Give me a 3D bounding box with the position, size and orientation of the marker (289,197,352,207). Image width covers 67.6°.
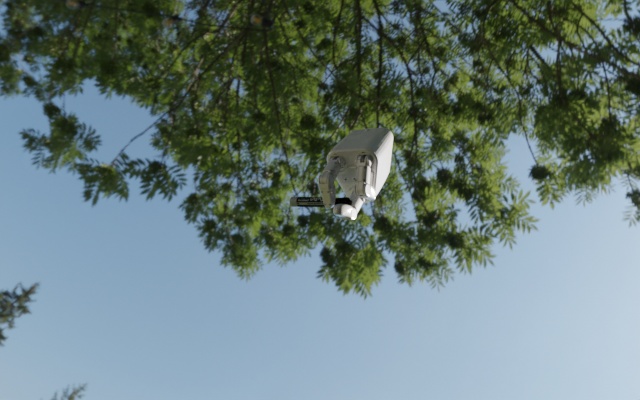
[{"bbox_3d":[0.000,0.003,0.855,0.121,0.020,0.020,1,0,28],"label":"marker"}]
